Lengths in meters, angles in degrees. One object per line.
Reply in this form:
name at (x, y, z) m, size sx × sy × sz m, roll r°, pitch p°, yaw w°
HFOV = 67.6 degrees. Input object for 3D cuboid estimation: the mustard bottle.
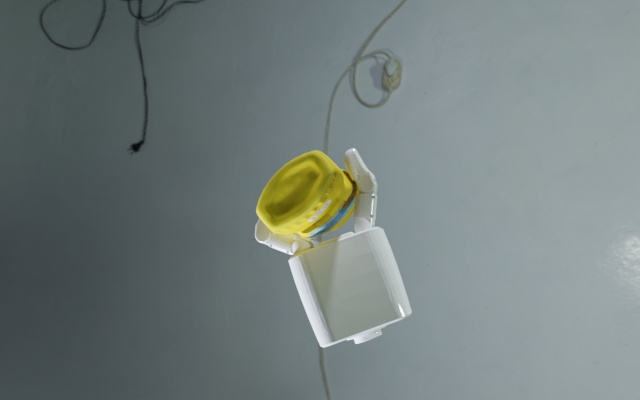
mustard bottle at (0.000, 0.002, 0.575) m, size 0.058 × 0.096 × 0.191 m, roll 45°, pitch 7°, yaw 17°
